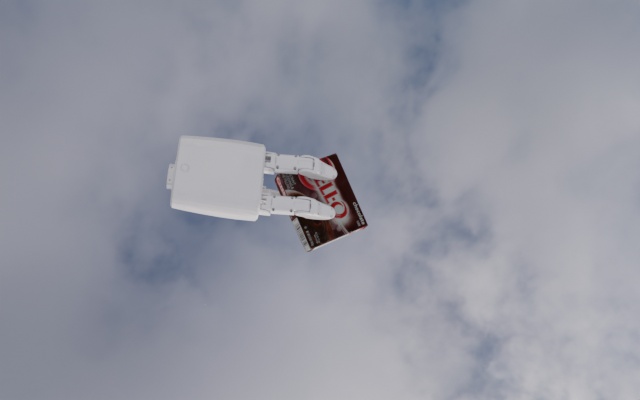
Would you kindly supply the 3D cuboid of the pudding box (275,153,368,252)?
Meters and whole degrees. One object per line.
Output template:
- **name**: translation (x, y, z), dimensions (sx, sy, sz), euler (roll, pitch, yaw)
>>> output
- **pudding box**: translation (0.000, 0.002, 0.651), dimensions (0.090, 0.113, 0.039), euler (-21, -5, -19)
